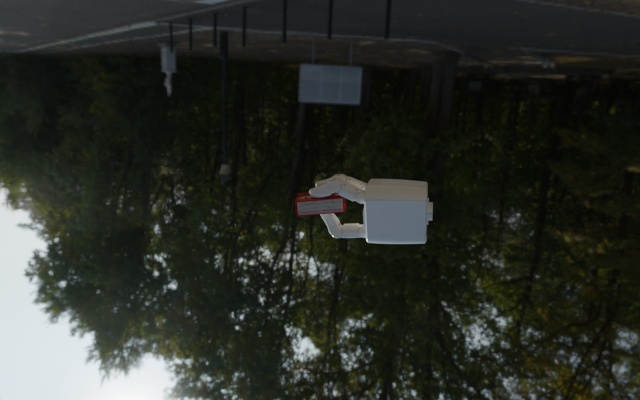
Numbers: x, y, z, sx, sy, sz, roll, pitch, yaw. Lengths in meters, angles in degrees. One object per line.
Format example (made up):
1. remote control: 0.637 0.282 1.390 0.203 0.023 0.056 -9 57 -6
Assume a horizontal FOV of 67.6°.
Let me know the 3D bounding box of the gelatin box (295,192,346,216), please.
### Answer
1. gelatin box: 0.000 0.003 0.872 0.089 0.030 0.073 -6 13 1
